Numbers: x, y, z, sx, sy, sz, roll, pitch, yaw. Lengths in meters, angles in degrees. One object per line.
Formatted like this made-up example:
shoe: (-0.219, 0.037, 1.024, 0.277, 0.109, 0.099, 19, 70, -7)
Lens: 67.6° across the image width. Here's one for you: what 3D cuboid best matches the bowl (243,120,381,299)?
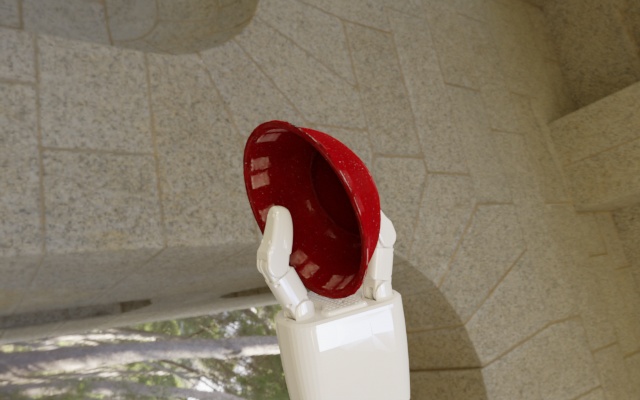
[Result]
bowl: (0.000, 0.000, 0.414, 0.055, 0.162, 0.162, -27, 16, -33)
